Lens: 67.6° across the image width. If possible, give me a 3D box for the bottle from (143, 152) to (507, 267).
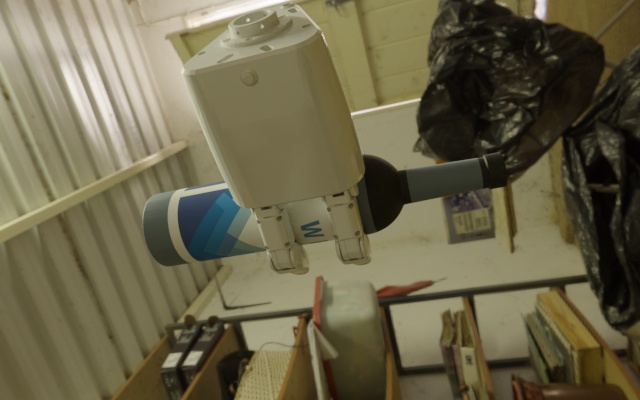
[{"bbox_3d":[0.000,0.001,0.401,0.296,0.069,0.069,-10,-2,12],"label":"bottle"}]
